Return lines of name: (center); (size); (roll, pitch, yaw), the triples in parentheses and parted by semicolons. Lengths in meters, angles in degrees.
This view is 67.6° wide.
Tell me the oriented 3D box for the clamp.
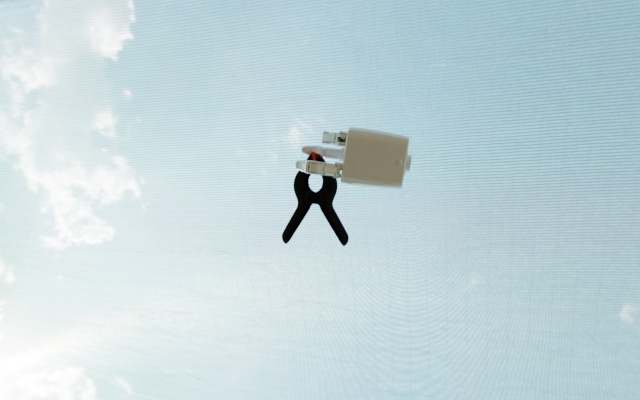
clamp: (0.000, 0.003, 0.849); (0.120, 0.171, 0.039); (9, 6, 5)
